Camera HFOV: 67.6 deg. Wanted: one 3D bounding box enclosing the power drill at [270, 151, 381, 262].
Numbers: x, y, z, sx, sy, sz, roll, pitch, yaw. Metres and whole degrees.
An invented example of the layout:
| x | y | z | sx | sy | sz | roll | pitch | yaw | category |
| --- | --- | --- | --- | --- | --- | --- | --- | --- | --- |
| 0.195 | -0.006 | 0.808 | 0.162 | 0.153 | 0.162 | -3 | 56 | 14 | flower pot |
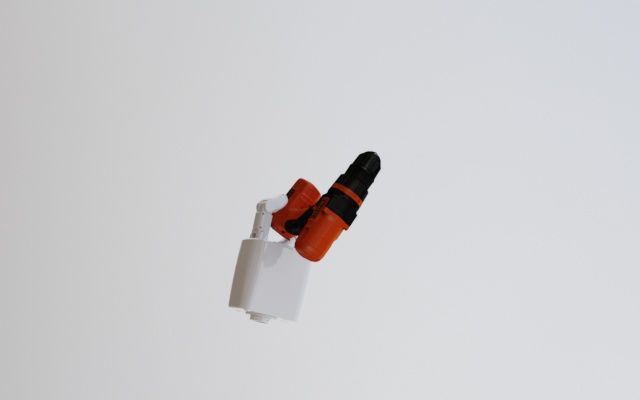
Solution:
| x | y | z | sx | sy | sz | roll | pitch | yaw | category |
| --- | --- | --- | --- | --- | --- | --- | --- | --- | --- |
| 0.000 | 0.003 | 0.740 | 0.057 | 0.184 | 0.187 | 42 | -14 | -18 | power drill |
